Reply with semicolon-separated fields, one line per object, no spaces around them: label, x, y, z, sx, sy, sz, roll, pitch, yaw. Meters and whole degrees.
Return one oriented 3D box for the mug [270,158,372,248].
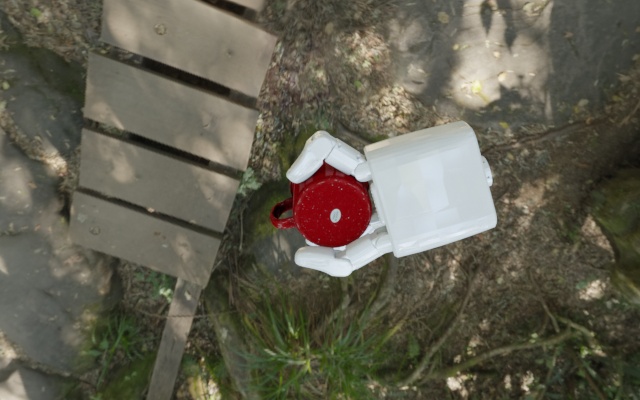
mug;-0.001;0.002;0.518;0.117;0.093;0.081;-16;24;6
